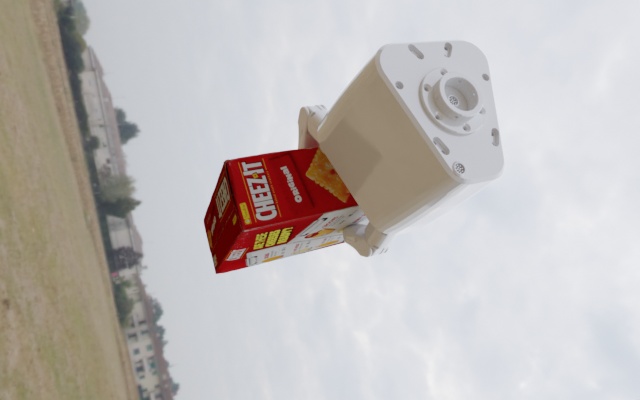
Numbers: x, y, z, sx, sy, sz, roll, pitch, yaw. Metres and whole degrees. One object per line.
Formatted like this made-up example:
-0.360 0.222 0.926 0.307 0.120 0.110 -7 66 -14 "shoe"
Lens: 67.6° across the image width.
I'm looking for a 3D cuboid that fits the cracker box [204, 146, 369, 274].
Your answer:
0.000 0.002 0.485 0.213 0.072 0.164 -11 -16 -24 "cracker box"
